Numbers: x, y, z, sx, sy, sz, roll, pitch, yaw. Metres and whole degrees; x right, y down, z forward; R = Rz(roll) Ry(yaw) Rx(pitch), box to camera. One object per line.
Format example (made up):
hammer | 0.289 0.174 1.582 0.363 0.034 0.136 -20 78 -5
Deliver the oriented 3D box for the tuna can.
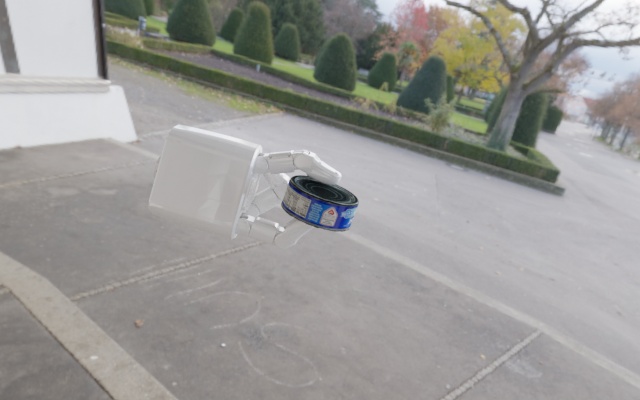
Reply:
tuna can | 0.000 0.001 0.551 0.086 0.034 0.086 18 16 -5
